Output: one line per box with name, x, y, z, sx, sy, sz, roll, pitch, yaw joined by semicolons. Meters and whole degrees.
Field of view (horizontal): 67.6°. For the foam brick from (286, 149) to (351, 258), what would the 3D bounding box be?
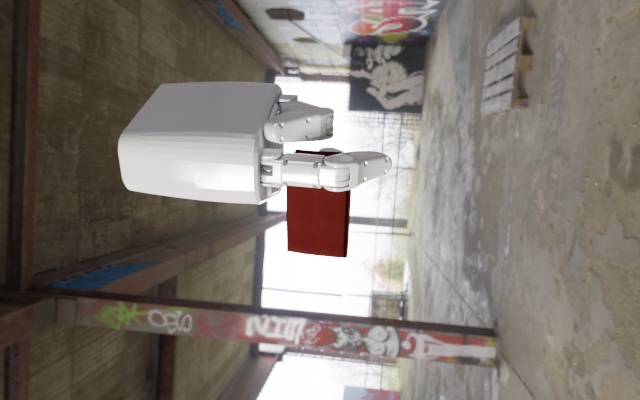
foam brick;0.000;0.002;0.406;0.051;0.078;0.053;3;23;4
